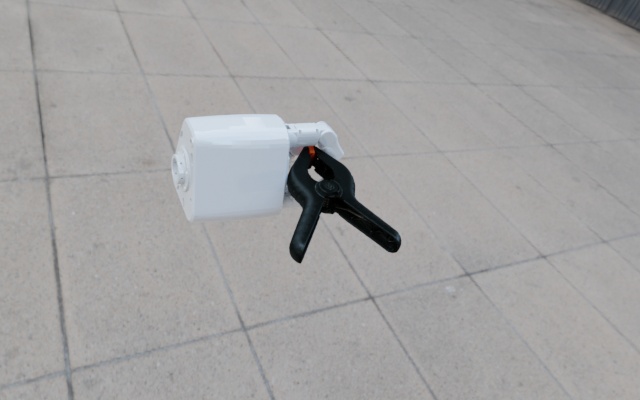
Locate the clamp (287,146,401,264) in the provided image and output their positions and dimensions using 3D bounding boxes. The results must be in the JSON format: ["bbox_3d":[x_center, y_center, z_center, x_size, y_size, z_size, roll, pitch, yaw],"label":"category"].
[{"bbox_3d":[0.000,0.001,0.526,0.120,0.039,0.171,-6,44,-30],"label":"clamp"}]
